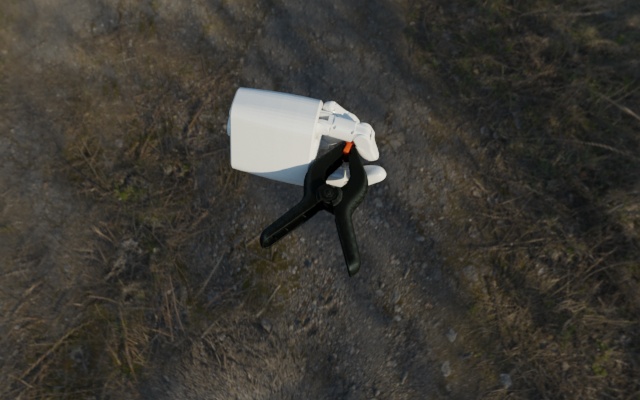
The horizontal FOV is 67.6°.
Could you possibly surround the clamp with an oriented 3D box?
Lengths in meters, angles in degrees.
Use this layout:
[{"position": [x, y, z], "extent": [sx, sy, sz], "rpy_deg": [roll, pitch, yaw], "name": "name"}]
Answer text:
[{"position": [0.000, 0.001, 0.574], "extent": [0.120, 0.171, 0.039], "rpy_deg": [11, -28, 3], "name": "clamp"}]
